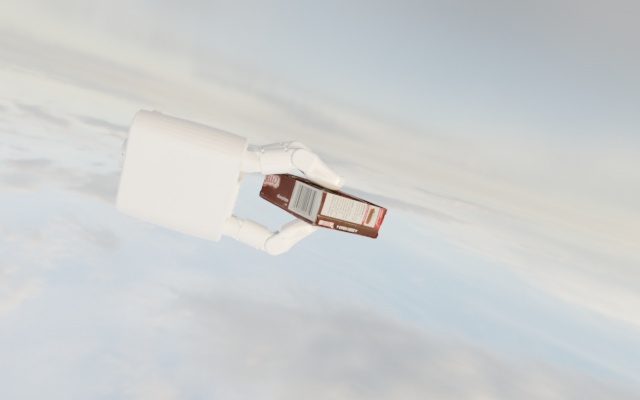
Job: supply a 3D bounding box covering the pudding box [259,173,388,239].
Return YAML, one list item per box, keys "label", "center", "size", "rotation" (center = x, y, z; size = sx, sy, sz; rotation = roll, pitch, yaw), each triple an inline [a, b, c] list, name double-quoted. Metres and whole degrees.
- label: "pudding box"
  center: [0.000, 0.002, 0.510]
  size: [0.090, 0.039, 0.113]
  rotation: [14, 8, -38]
